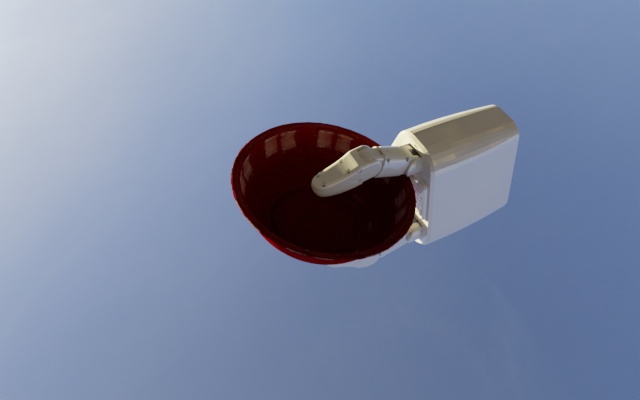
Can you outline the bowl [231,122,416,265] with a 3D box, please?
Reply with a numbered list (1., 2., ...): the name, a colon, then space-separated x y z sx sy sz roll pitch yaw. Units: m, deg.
1. bowl: -0.001 0.002 0.429 0.162 0.162 0.055 0 -41 -15
